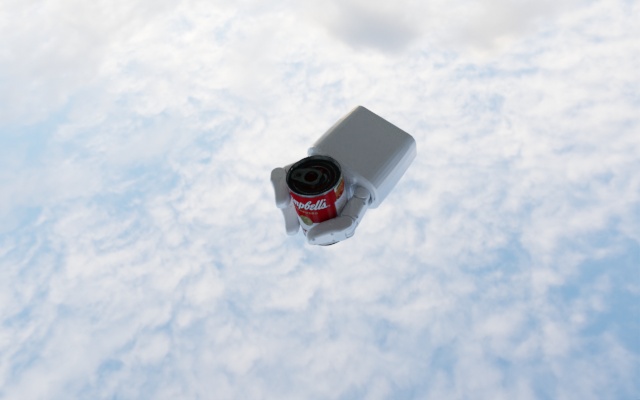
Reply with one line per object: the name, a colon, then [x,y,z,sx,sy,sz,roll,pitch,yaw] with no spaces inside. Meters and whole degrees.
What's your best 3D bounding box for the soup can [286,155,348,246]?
soup can: [0.000,0.003,0.604,0.068,0.068,0.102,0,-40,13]
